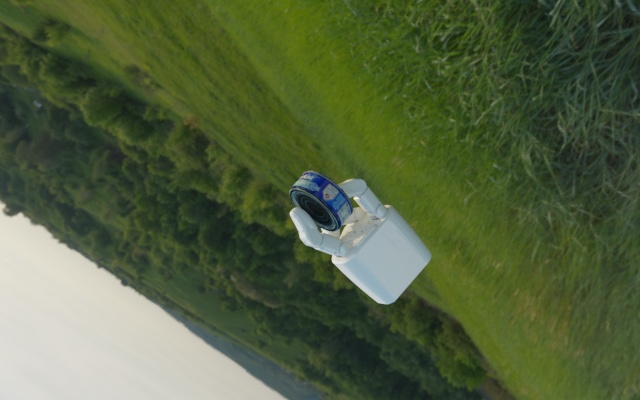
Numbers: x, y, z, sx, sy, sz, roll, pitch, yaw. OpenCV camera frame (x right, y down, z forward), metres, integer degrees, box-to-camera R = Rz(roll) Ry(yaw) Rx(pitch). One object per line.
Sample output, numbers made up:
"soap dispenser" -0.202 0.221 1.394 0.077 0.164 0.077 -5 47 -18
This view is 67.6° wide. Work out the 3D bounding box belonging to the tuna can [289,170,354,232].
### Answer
"tuna can" 0.000 0.002 0.640 0.086 0.033 0.086 34 -23 16
